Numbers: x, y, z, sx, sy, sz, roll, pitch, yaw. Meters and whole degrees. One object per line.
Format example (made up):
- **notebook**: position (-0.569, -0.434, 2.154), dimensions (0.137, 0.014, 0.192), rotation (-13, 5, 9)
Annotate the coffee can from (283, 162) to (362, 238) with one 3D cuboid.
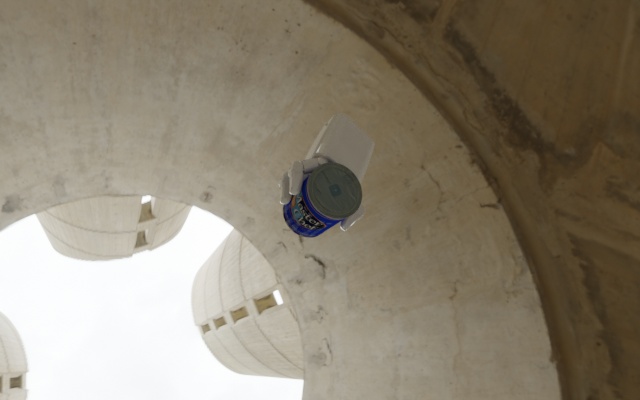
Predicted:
- **coffee can**: position (0.000, 0.003, 0.881), dimensions (0.103, 0.102, 0.140), rotation (0, -18, -24)
